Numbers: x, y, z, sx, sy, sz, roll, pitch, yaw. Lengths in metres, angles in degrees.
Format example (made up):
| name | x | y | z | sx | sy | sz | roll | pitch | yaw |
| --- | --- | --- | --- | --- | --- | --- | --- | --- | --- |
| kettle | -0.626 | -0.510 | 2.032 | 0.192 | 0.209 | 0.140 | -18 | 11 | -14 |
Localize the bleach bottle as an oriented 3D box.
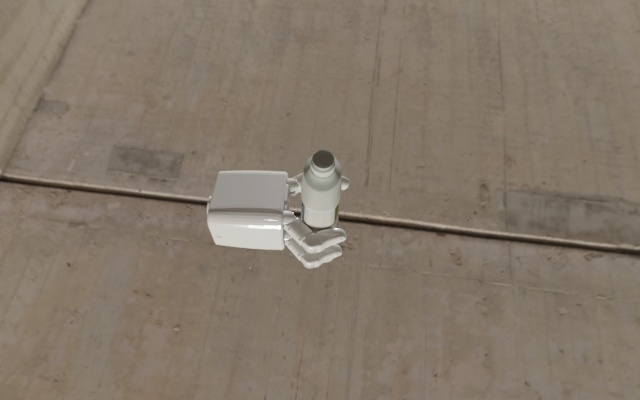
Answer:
| name | x | y | z | sx | sy | sz | roll | pitch | yaw |
| --- | --- | --- | --- | --- | --- | --- | --- | --- | --- |
| bleach bottle | 0.000 | 0.002 | 0.702 | 0.068 | 0.102 | 0.251 | 3 | -29 | 0 |
